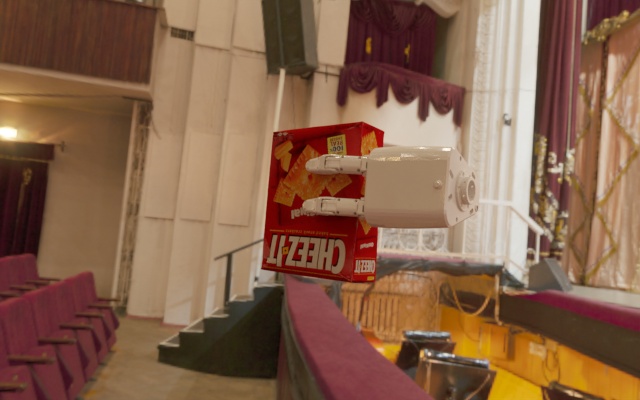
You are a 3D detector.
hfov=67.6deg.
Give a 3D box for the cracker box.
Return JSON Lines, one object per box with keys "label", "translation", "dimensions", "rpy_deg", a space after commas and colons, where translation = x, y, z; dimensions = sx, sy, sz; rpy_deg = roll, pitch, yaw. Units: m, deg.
{"label": "cracker box", "translation": [0.000, 0.002, 0.687], "dimensions": [0.164, 0.213, 0.072], "rpy_deg": [1, -6, 37]}
